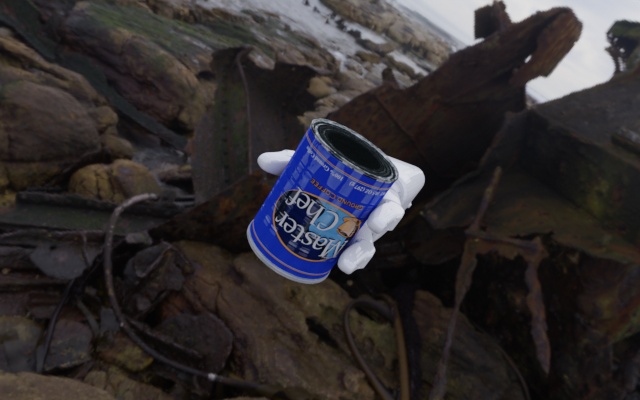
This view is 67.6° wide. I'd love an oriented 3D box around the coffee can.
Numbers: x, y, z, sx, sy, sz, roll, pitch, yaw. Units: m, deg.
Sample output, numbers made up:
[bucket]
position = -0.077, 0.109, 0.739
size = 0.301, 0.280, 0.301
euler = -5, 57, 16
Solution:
[coffee can]
position = 0.000, 0.002, 0.498
size = 0.103, 0.140, 0.102
euler = 27, 25, -14
